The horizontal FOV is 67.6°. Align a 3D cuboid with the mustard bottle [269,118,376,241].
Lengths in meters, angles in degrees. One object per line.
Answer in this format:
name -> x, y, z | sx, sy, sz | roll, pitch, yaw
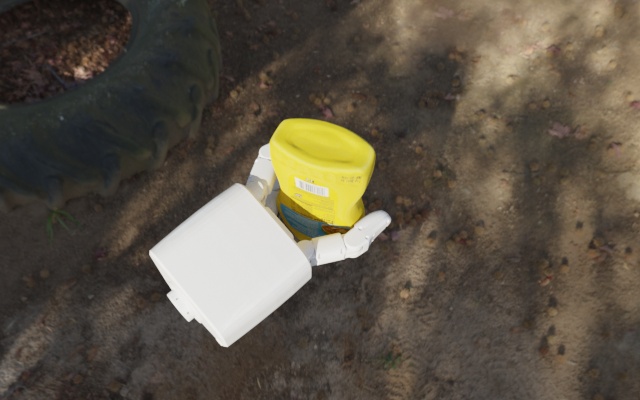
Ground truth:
mustard bottle -> 0.000, 0.001, 0.503 | 0.096, 0.058, 0.192 | 18, -32, 10
